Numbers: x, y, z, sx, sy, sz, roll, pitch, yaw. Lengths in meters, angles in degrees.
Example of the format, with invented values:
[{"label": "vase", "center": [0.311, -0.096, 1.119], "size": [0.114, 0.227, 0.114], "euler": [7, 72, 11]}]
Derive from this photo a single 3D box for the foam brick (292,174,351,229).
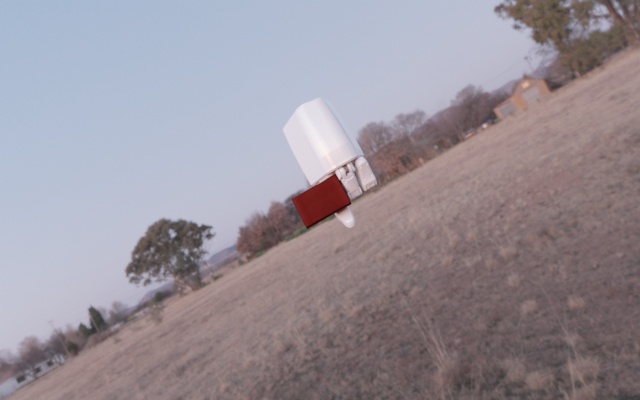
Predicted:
[{"label": "foam brick", "center": [0.000, 0.003, 0.734], "size": [0.078, 0.051, 0.053], "euler": [-30, 0, -4]}]
